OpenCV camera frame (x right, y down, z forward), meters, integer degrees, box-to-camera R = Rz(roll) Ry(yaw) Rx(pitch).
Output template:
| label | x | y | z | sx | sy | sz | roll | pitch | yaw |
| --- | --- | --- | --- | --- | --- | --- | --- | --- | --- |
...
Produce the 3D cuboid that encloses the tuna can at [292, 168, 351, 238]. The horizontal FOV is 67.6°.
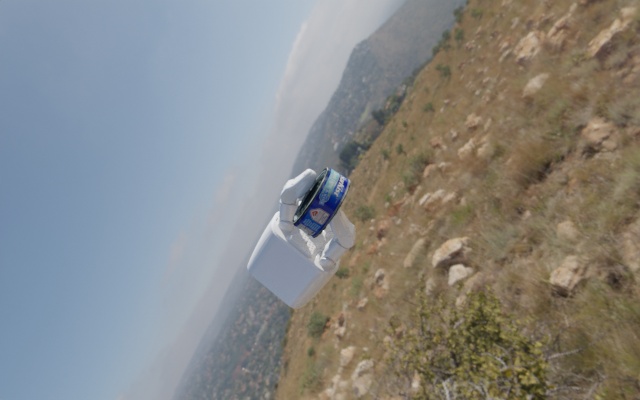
| label | x | y | z | sx | sy | sz | roll | pitch | yaw |
| --- | --- | --- | --- | --- | --- | --- | --- | --- | --- |
| tuna can | 0.000 | 0.002 | 0.595 | 0.034 | 0.086 | 0.086 | 32 | -5 | -9 |
